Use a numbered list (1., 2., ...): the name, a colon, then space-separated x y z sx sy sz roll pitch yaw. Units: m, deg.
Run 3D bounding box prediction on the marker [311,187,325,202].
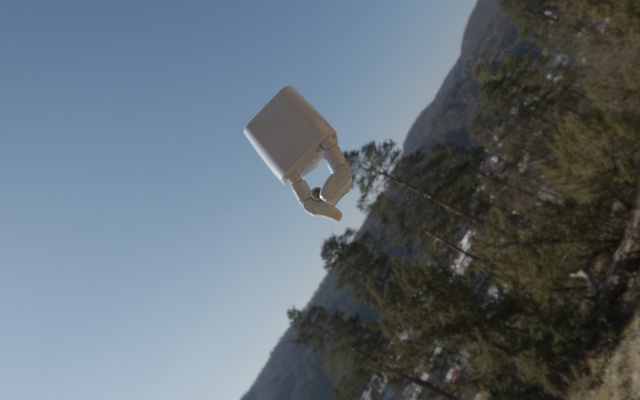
1. marker: 0.000 0.003 0.760 0.020 0.020 0.121 0 -13 5
